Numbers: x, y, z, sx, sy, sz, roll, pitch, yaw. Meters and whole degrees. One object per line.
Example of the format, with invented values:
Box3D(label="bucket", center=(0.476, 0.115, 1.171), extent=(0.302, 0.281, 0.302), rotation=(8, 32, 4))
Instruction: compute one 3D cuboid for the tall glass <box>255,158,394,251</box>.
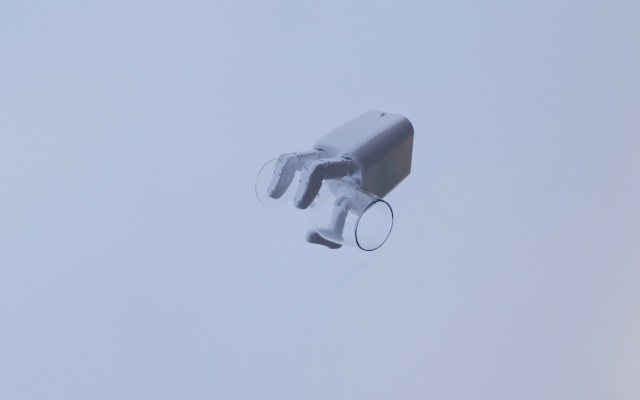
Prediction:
Box3D(label="tall glass", center=(0.000, 0.002, 0.616), extent=(0.079, 0.079, 0.201), rotation=(0, 16, -41))
